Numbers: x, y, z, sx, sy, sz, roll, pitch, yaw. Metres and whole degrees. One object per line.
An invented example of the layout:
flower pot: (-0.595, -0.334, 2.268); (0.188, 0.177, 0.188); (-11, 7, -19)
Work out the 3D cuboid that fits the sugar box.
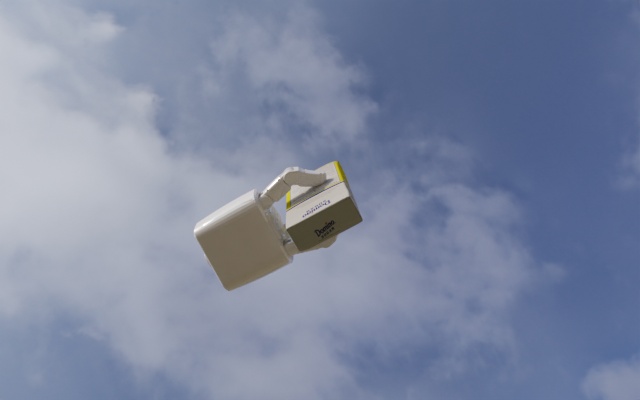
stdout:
sugar box: (0.000, 0.003, 0.674); (0.093, 0.048, 0.176); (-28, 21, 7)
